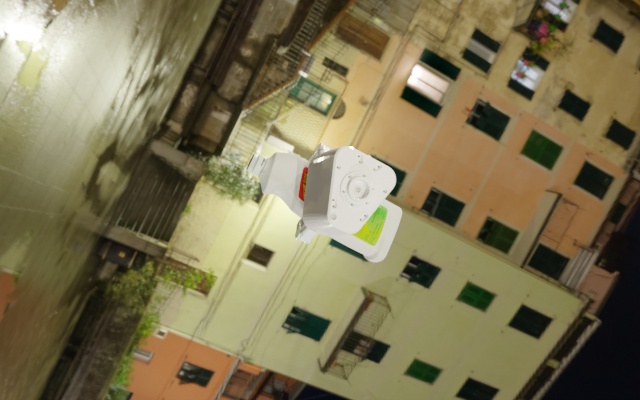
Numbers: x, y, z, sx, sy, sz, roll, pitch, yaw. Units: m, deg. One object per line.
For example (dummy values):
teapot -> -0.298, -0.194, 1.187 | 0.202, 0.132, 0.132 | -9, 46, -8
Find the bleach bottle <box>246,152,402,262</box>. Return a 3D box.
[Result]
bleach bottle -> 0.000, 0.002, 0.749 | 0.251, 0.102, 0.068 | 26, -10, -15
